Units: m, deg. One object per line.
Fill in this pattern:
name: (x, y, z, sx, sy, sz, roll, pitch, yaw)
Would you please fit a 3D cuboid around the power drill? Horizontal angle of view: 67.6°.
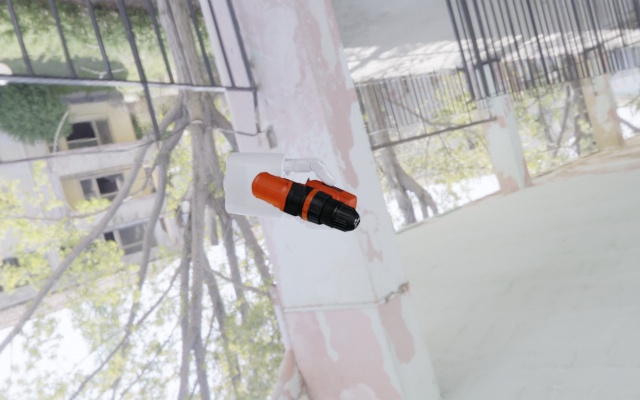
power drill: (0.000, 0.003, 0.799, 0.184, 0.057, 0.187, 23, 6, 19)
